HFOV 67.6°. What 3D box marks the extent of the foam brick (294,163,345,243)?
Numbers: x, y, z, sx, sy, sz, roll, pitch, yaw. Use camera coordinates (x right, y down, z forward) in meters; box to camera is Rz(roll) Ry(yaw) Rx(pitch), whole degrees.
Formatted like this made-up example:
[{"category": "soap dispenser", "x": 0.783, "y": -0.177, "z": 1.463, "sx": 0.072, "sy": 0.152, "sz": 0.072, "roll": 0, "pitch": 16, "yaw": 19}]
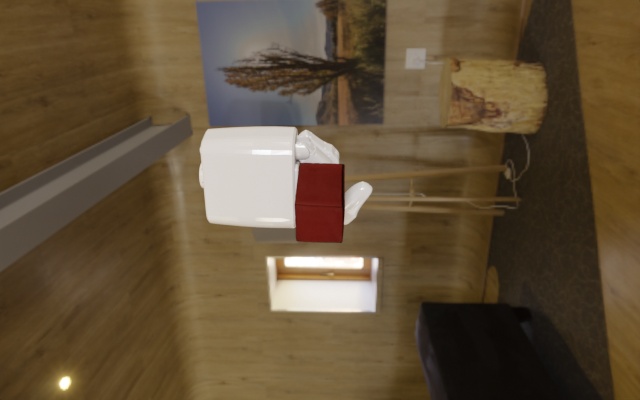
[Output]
[{"category": "foam brick", "x": 0.000, "y": 0.002, "z": 0.521, "sx": 0.051, "sy": 0.053, "sz": 0.078, "roll": 2, "pitch": 39, "yaw": 1}]
